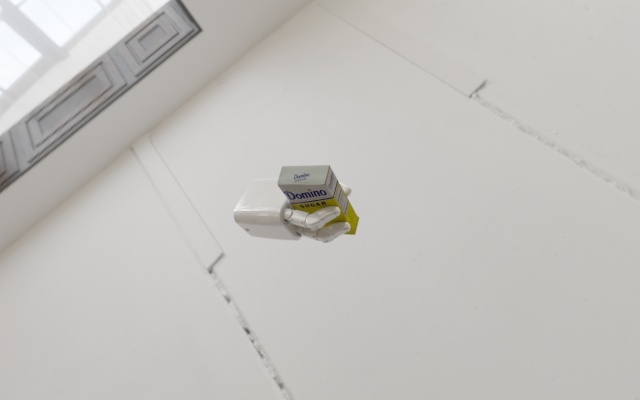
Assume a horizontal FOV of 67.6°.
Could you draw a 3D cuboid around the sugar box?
[{"bbox_3d":[0.000,0.003,0.859,0.093,0.048,0.176,0,-29,24],"label":"sugar box"}]
